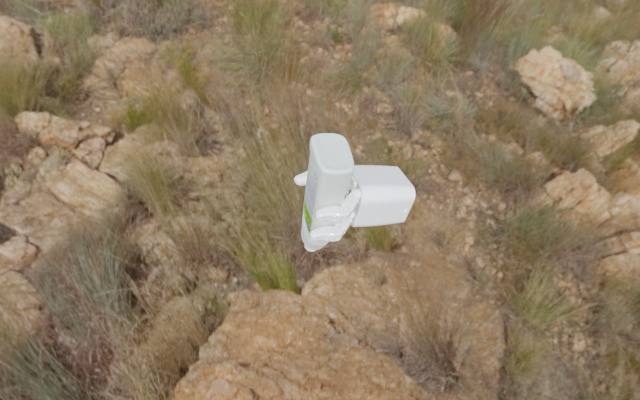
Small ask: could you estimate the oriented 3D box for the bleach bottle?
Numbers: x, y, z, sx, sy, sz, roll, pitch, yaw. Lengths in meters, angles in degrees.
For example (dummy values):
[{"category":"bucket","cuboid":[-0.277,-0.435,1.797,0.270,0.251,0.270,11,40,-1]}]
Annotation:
[{"category":"bleach bottle","cuboid":[0.000,0.003,0.880,0.068,0.102,0.251,-2,-41,-14]}]
